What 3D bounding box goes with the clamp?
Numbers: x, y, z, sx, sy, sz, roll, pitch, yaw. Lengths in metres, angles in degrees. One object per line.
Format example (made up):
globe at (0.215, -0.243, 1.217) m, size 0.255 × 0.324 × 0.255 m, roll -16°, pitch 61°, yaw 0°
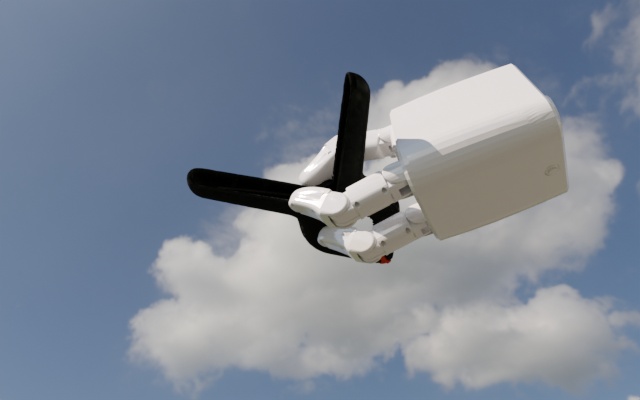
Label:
clamp at (0.000, 0.001, 0.424) m, size 0.164 × 0.036 × 0.210 m, roll -22°, pitch -44°, yaw 15°
